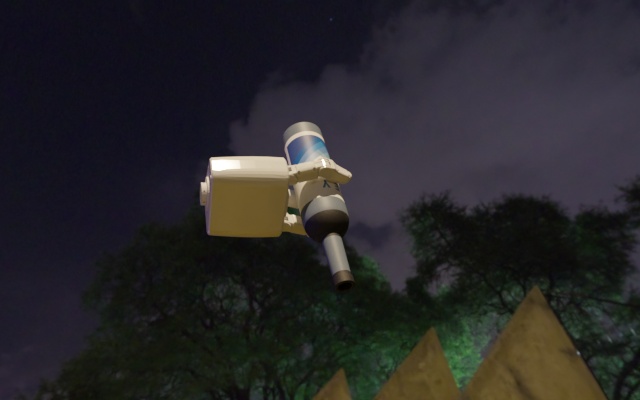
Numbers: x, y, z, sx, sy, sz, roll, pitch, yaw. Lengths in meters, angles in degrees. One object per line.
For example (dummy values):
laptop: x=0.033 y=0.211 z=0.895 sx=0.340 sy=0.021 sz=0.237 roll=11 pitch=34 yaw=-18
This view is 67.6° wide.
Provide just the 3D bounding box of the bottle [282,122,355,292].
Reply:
bottle: x=0.000 y=0.002 z=0.703 sx=0.069 sy=0.295 sz=0.069 roll=-9 pitch=-41 yaw=-8
